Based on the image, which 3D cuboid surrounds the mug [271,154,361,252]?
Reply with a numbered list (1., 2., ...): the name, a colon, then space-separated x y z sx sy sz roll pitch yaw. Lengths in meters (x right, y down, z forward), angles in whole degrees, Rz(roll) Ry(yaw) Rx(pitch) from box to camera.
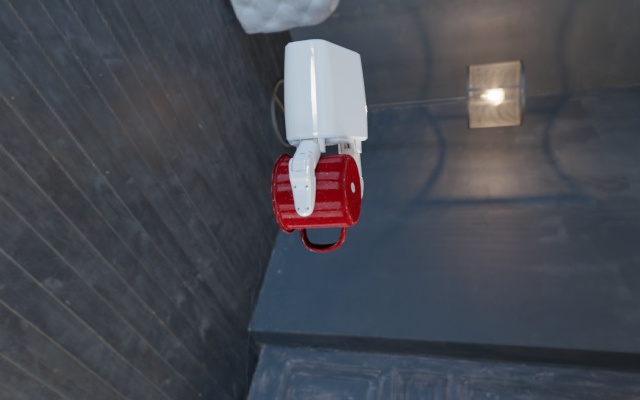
1. mug: 0.000 0.003 0.547 0.081 0.117 0.093 -3 6 18
